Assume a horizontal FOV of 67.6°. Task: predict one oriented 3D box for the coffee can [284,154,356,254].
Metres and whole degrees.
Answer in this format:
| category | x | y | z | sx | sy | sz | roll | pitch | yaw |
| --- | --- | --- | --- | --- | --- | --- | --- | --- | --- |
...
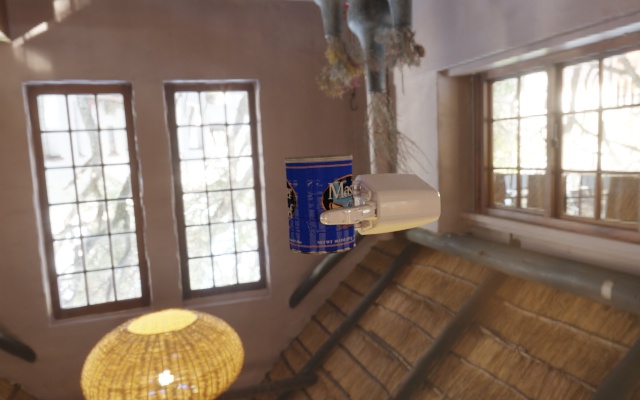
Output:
| category | x | y | z | sx | sy | sz | roll | pitch | yaw |
| --- | --- | --- | --- | --- | --- | --- | --- | --- | --- |
| coffee can | 0.000 | 0.002 | 0.729 | 0.103 | 0.140 | 0.103 | -3 | 7 | 0 |
